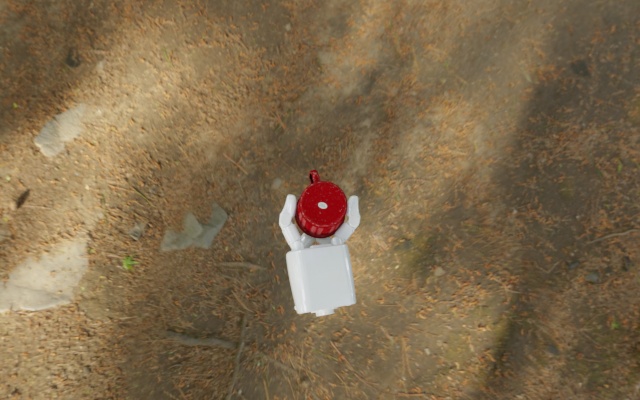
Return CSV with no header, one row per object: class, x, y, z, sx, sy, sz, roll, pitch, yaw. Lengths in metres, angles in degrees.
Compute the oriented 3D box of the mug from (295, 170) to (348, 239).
mug,0.000,0.001,0.830,0.093,0.117,0.081,-9,-12,-7
